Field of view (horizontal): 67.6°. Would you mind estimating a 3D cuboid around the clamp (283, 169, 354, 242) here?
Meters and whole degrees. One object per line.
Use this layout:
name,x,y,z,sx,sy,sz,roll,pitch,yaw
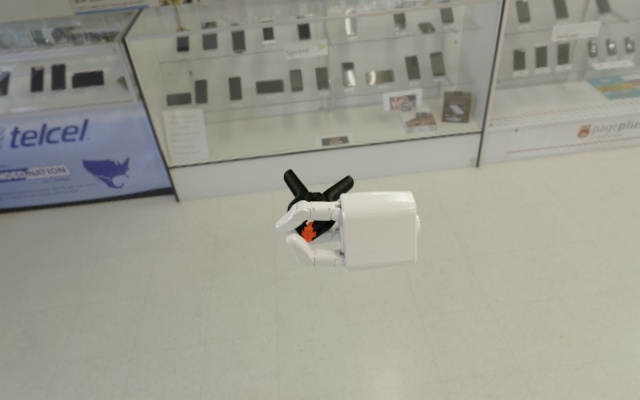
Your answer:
clamp,0.000,0.002,0.765,0.120,0.039,0.171,-4,39,-1
